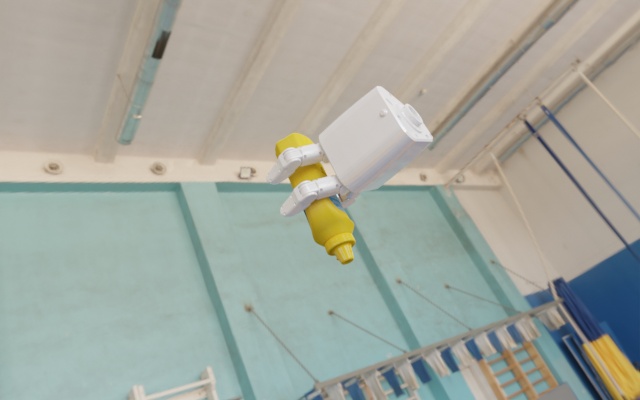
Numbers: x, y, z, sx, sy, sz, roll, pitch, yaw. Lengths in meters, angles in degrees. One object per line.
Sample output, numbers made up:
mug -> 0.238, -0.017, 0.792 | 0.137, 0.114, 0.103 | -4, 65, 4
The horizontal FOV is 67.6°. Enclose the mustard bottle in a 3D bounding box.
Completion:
mustard bottle -> 0.000, 0.002, 0.664 | 0.058, 0.191, 0.096 | -28, -27, 5
